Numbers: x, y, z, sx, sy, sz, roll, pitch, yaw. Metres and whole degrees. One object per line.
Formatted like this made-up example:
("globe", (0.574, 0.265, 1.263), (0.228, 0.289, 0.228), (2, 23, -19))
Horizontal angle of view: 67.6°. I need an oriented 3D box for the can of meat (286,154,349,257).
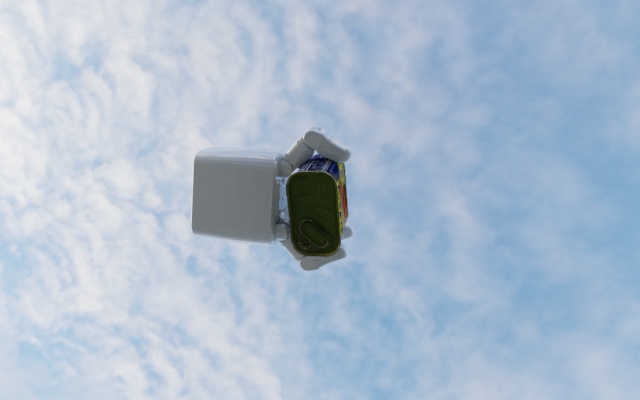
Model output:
("can of meat", (0.000, 0.002, 0.562), (0.057, 0.102, 0.084), (0, 21, 12))
